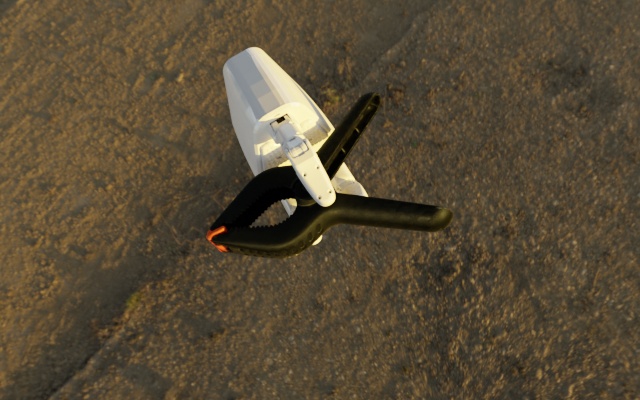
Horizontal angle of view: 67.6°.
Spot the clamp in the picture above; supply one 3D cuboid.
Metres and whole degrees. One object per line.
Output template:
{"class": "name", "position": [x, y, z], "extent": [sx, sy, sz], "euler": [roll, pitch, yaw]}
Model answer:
{"class": "clamp", "position": [-0.001, 0.001, 0.429], "extent": [0.210, 0.164, 0.036], "euler": [-30, -36, -1]}
